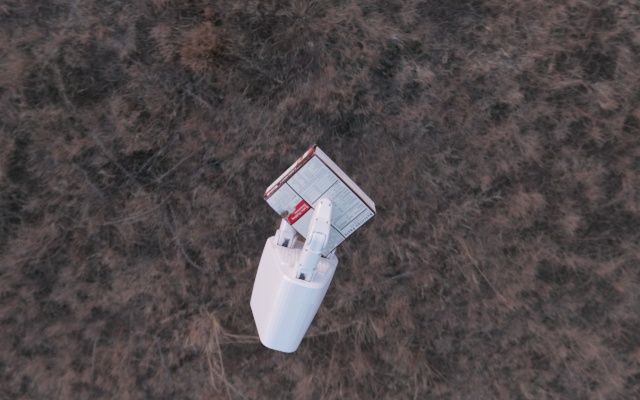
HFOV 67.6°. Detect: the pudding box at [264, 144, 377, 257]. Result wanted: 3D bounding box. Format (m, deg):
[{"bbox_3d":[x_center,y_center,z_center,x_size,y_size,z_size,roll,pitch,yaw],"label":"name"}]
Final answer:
[{"bbox_3d":[0.000,0.002,0.591,0.090,0.113,0.039,-42,18,15],"label":"pudding box"}]
